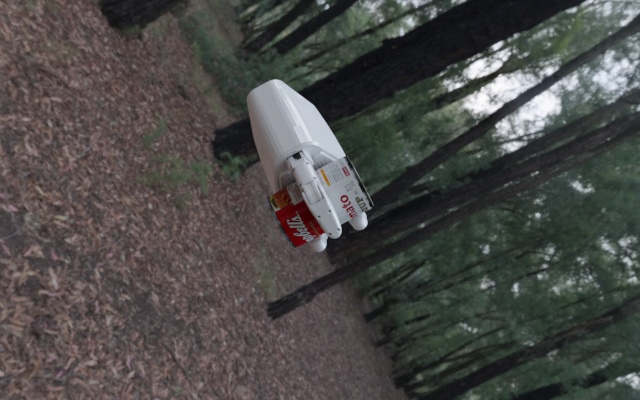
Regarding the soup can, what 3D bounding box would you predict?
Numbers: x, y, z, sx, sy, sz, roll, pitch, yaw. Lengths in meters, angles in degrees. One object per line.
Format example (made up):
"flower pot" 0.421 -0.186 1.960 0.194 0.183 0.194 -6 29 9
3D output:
"soup can" 0.001 0.002 0.540 0.102 0.068 0.068 -28 -2 4
